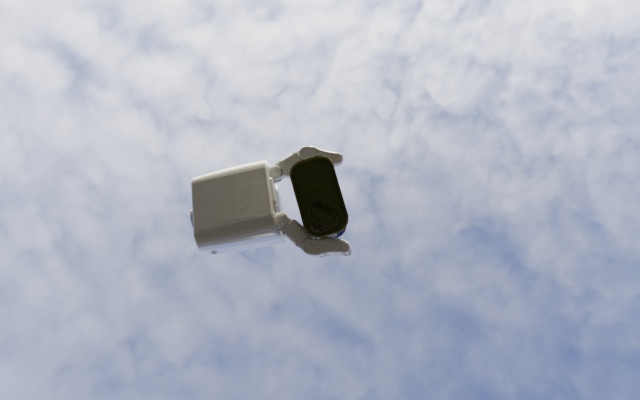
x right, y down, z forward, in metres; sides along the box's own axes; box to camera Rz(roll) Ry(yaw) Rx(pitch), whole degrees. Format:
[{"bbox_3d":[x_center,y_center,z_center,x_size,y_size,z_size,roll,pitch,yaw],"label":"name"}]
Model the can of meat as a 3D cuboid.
[{"bbox_3d":[0.000,0.002,0.633,0.057,0.102,0.084,-16,-11,0],"label":"can of meat"}]
